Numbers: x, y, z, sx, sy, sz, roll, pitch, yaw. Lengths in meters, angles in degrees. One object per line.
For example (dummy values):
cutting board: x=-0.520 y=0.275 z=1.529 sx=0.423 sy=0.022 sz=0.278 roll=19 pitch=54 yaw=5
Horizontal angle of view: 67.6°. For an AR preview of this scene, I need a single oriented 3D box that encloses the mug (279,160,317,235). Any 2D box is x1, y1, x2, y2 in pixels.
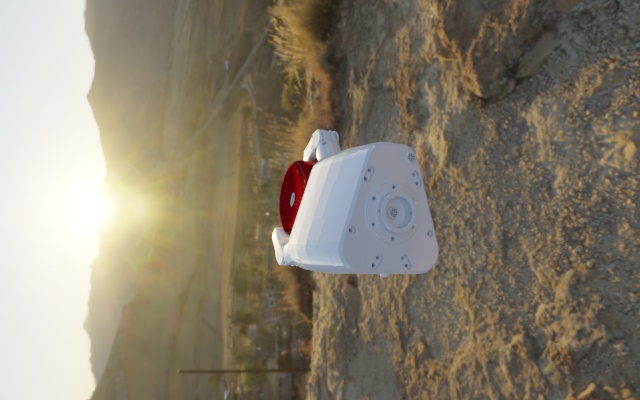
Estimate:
mug: x=-0.001 y=0.002 z=0.536 sx=0.081 sy=0.093 sz=0.117 roll=6 pitch=-8 yaw=-23
